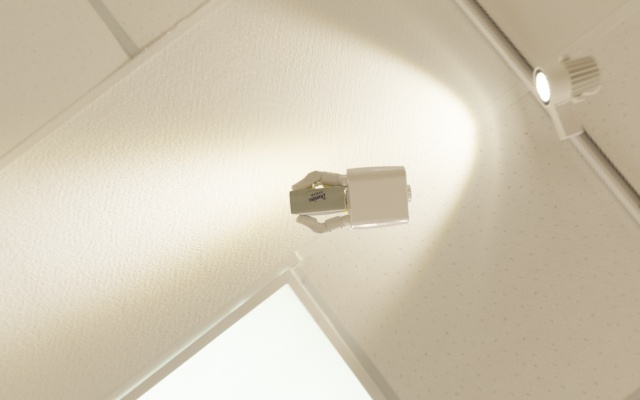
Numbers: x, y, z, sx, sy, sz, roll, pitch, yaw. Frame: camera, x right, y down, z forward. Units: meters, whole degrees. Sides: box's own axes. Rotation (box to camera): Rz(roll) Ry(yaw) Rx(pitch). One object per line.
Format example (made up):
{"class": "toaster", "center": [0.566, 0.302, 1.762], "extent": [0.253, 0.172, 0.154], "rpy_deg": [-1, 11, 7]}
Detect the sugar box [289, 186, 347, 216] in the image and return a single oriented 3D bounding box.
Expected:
{"class": "sugar box", "center": [0.000, 0.002, 0.867], "extent": [0.093, 0.048, 0.176], "rpy_deg": [-5, -5, 3]}
